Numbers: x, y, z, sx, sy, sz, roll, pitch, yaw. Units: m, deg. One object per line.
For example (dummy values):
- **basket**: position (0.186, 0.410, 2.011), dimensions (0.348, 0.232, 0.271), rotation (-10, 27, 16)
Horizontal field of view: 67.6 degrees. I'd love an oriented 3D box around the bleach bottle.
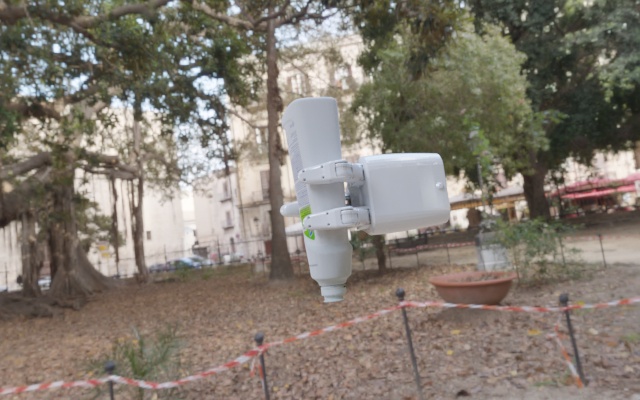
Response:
- **bleach bottle**: position (0.000, 0.002, 0.615), dimensions (0.068, 0.251, 0.102), rotation (-6, -7, -13)
